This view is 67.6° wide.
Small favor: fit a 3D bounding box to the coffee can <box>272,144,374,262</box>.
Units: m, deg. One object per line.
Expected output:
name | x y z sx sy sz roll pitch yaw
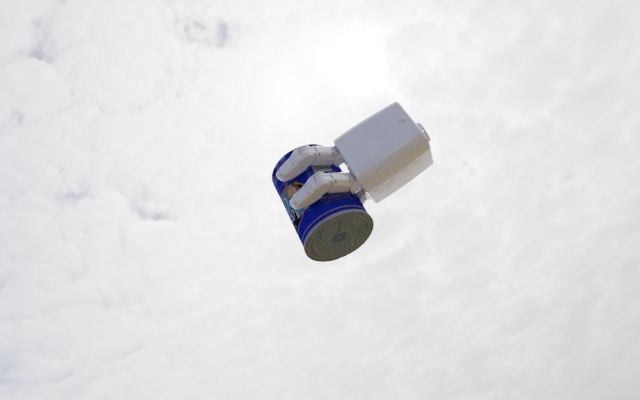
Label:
coffee can | 0.000 0.002 0.686 0.103 0.140 0.103 -18 -38 -14
